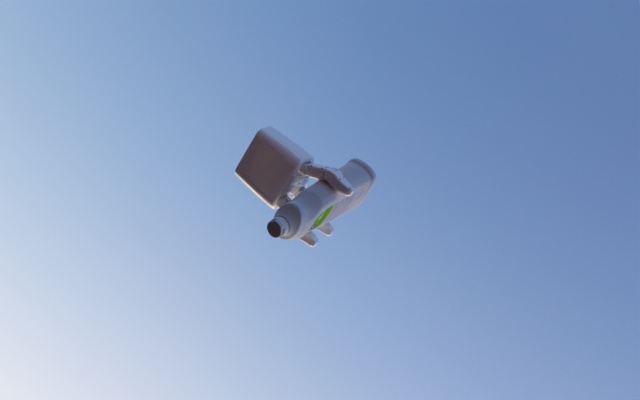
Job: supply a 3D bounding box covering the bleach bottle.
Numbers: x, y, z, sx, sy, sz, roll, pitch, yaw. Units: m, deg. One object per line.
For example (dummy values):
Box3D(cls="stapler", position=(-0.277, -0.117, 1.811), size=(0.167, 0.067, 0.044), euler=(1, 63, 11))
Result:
Box3D(cls="bleach bottle", position=(0.000, 0.003, 0.830), size=(0.068, 0.103, 0.250), euler=(40, 35, 17))
